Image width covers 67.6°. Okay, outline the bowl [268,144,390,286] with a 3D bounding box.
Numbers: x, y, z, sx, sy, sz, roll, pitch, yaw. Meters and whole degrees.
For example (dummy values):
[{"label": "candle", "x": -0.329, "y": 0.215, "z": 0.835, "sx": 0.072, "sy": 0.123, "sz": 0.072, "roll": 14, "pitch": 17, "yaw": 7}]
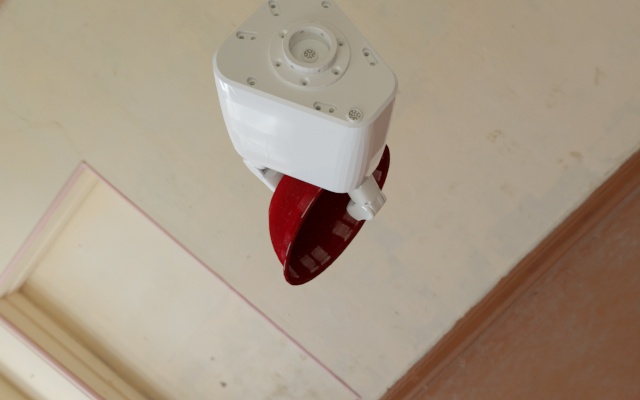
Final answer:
[{"label": "bowl", "x": 0.000, "y": 0.002, "z": 0.467, "sx": 0.055, "sy": 0.162, "sz": 0.162, "roll": 34, "pitch": 14, "yaw": 22}]
